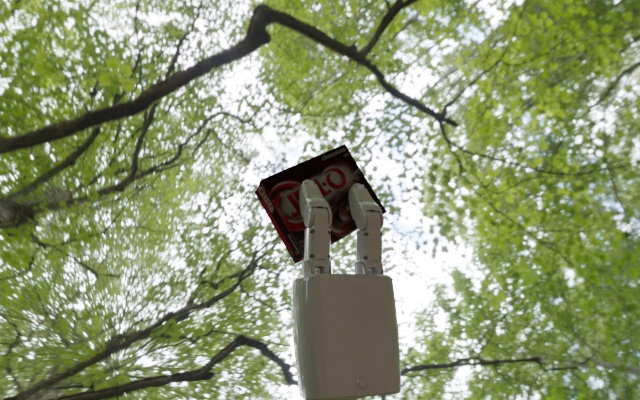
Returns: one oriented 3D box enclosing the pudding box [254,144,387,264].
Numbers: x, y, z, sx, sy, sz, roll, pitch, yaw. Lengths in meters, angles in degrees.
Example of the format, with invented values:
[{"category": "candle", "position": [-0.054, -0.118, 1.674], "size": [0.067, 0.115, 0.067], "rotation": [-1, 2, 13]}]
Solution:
[{"category": "pudding box", "position": [0.000, 0.002, 0.507], "size": [0.113, 0.090, 0.039], "rotation": [-26, -9, -30]}]
